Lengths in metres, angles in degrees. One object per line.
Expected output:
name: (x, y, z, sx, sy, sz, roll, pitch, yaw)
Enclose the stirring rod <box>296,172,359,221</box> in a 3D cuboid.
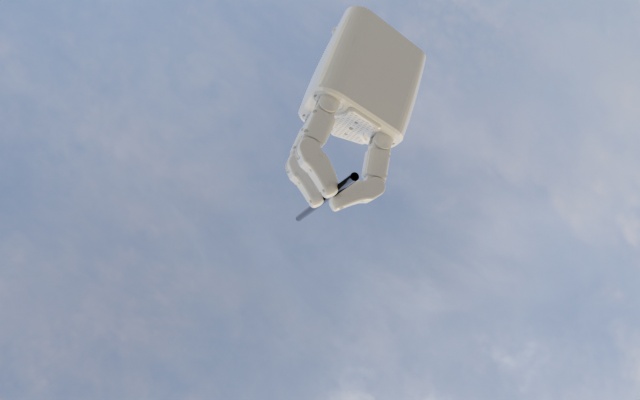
stirring rod: (0.000, 0.002, 0.525, 0.011, 0.011, 0.239, 0, -11, -14)
